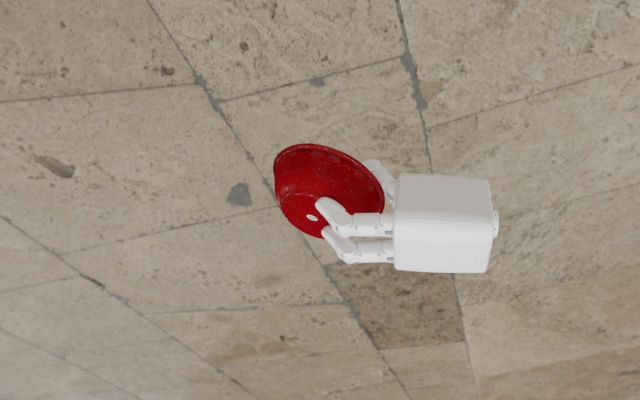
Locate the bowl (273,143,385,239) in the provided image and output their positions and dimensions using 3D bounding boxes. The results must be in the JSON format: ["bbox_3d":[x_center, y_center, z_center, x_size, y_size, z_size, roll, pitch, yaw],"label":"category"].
[{"bbox_3d":[-0.001,0.002,0.628,0.162,0.055,0.162,18,-35,13],"label":"bowl"}]
